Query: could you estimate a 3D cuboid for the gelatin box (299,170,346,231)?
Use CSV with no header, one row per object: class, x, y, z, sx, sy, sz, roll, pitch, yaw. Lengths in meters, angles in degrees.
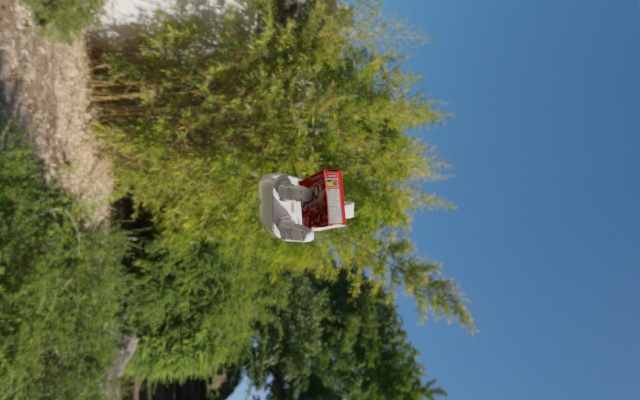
gelatin box,0.001,0.002,0.643,0.030,0.073,0.089,-2,-7,-25
